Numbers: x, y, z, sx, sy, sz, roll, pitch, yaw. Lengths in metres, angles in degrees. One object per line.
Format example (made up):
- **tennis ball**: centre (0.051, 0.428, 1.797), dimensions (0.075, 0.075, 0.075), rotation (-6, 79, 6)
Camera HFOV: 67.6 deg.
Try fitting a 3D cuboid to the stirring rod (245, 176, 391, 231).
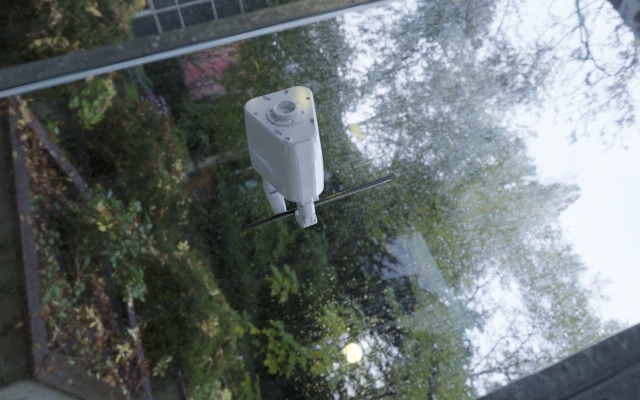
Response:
- **stirring rod**: centre (0.000, 0.002, 0.734), dimensions (0.239, 0.011, 0.011), rotation (-19, 4, -13)
